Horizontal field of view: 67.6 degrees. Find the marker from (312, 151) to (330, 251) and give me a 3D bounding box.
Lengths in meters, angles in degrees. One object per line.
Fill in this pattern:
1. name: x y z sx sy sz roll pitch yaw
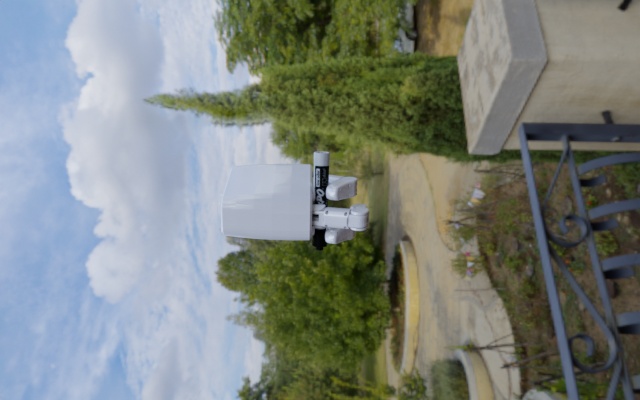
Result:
1. marker: 0.000 0.002 0.577 0.020 0.121 0.020 1 13 0
